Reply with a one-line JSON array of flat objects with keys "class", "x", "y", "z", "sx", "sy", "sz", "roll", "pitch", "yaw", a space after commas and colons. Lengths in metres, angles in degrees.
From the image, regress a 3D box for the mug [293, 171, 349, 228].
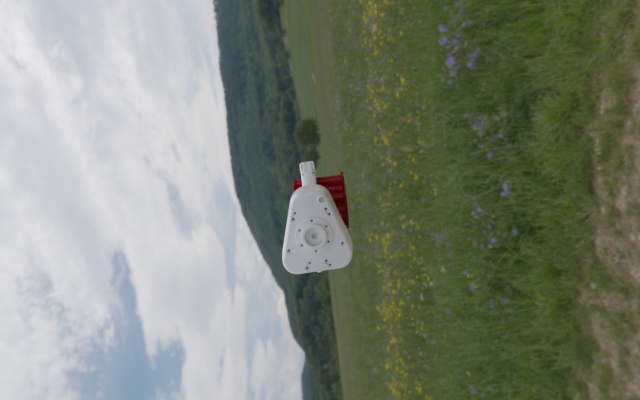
[{"class": "mug", "x": 0.000, "y": 0.002, "z": 0.786, "sx": 0.081, "sy": 0.093, "sz": 0.117, "roll": -6, "pitch": 4, "yaw": 0}]
